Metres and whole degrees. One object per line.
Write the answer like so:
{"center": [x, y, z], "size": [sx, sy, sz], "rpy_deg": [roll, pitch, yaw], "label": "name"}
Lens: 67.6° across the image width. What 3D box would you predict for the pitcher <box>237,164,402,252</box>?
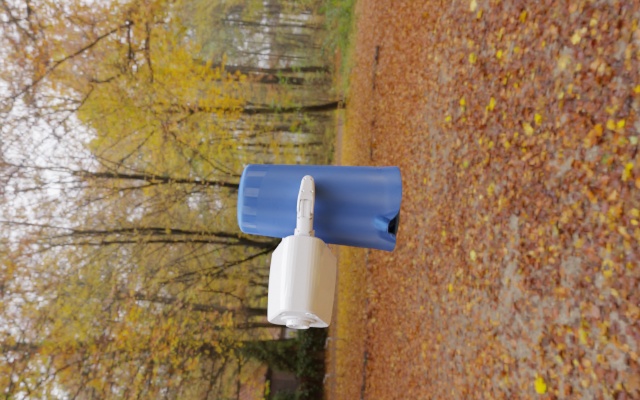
{"center": [0.000, 0.003, 0.751], "size": [0.243, 0.145, 0.149], "rpy_deg": [4, -25, -1], "label": "pitcher"}
